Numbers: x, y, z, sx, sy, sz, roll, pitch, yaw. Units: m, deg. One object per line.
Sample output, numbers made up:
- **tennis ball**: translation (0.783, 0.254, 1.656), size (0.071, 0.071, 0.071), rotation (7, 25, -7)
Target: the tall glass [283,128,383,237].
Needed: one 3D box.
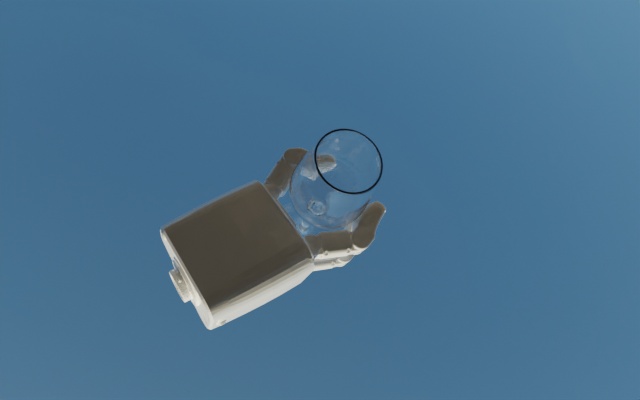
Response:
- **tall glass**: translation (0.000, 0.002, 0.494), size (0.079, 0.079, 0.201), rotation (0, -21, -16)
